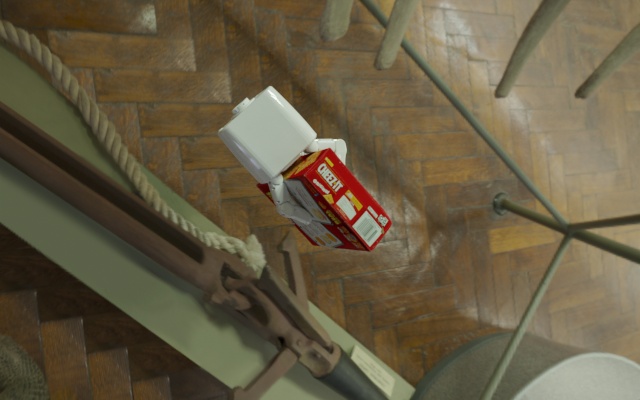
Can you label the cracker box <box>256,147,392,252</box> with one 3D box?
[{"bbox_3d":[0.000,0.003,0.809,0.072,0.164,0.213,-48,18,-19],"label":"cracker box"}]
